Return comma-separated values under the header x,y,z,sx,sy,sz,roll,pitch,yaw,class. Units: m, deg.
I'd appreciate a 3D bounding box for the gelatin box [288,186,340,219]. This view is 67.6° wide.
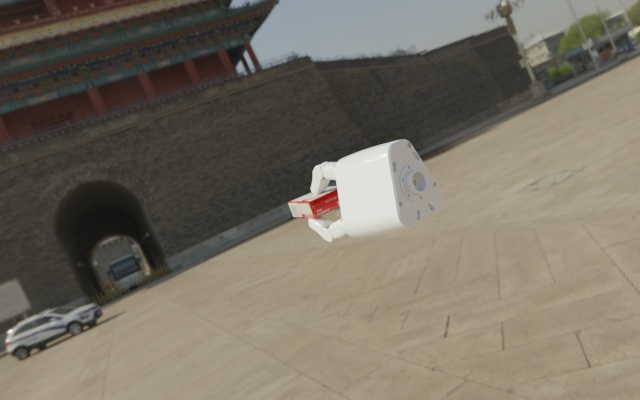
x,y,z,sx,sy,sz,roll,pitch,yaw,class
0.000,0.002,0.754,0.073,0.030,0.089,-24,9,-24,gelatin box
